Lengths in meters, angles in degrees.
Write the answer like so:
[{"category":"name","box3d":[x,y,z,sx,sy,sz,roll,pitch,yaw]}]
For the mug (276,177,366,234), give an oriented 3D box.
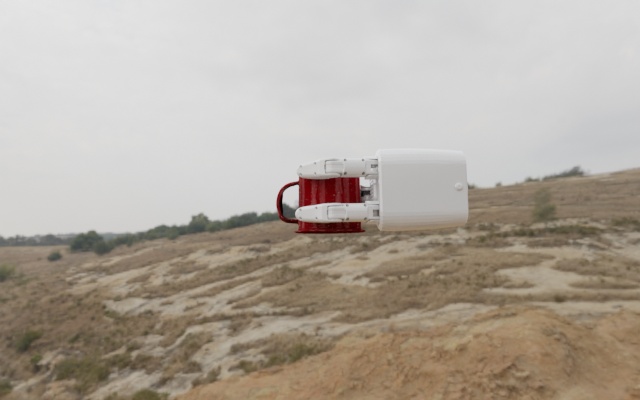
[{"category":"mug","box3d":[-0.001,0.002,0.631,0.117,0.081,0.093,-1,-6,-2]}]
